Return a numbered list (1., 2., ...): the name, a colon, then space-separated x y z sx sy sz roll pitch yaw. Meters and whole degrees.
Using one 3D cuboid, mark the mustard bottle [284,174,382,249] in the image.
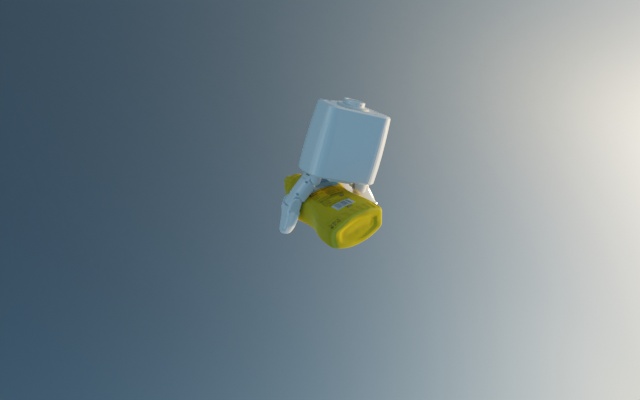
1. mustard bottle: 0.000 0.003 0.745 0.096 0.058 0.191 -25 37 -27
